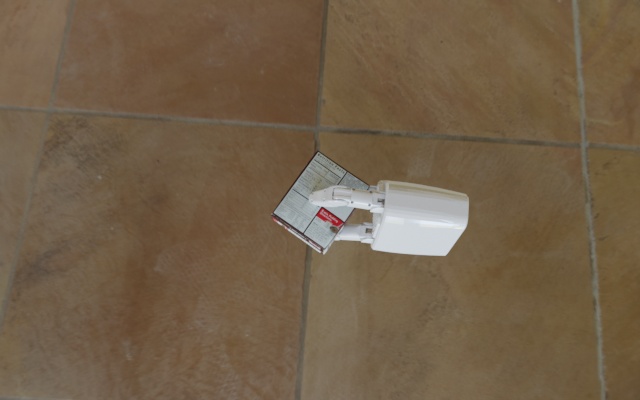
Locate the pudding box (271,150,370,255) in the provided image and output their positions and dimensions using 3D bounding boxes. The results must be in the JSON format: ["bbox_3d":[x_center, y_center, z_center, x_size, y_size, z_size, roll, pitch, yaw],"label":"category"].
[{"bbox_3d":[0.000,0.002,0.649,0.090,0.113,0.039,35,-14,5],"label":"pudding box"}]
